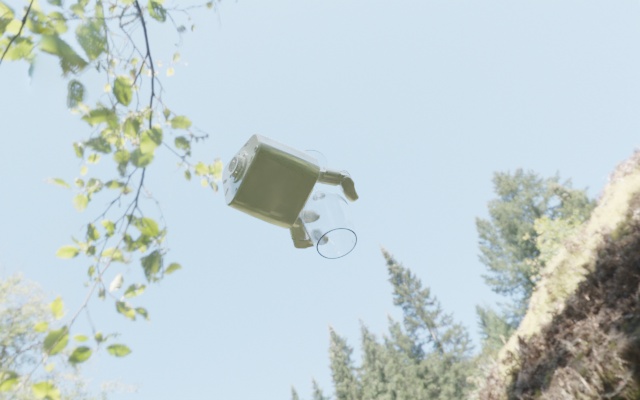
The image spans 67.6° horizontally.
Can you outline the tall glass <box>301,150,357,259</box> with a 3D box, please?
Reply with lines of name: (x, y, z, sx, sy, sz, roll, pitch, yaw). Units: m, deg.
tall glass: (0.000, 0.002, 0.771, 0.079, 0.079, 0.201, 0, 38, -18)
